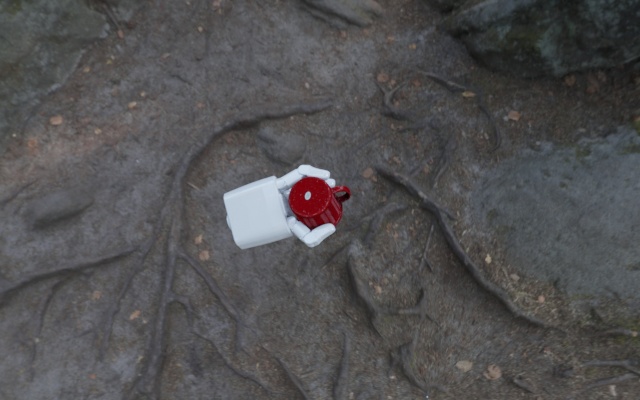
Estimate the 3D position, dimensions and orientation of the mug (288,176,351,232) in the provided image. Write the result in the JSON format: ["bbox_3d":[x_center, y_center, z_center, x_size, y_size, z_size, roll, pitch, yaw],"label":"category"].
[{"bbox_3d":[0.001,0.002,0.885,0.117,0.093,0.081,-19,-25,6],"label":"mug"}]
